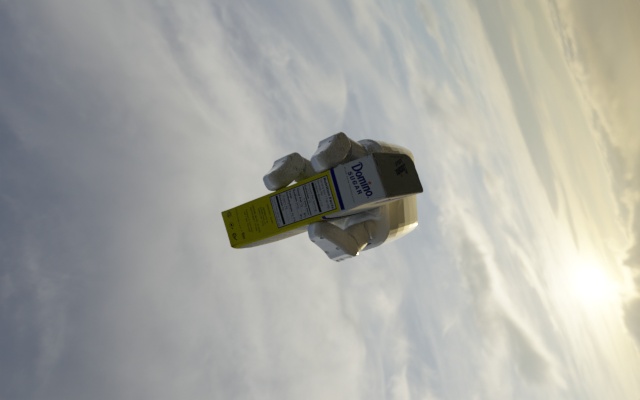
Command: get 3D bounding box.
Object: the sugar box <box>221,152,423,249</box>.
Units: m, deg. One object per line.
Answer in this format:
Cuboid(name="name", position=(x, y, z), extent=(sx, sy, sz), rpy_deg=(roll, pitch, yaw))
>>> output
Cuboid(name="sugar box", position=(0.000, 0.001, 0.463), extent=(0.176, 0.048, 0.093), rpy_deg=(-22, -8, 29))
